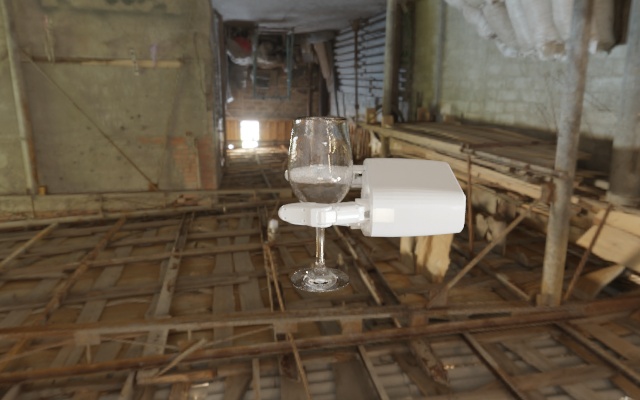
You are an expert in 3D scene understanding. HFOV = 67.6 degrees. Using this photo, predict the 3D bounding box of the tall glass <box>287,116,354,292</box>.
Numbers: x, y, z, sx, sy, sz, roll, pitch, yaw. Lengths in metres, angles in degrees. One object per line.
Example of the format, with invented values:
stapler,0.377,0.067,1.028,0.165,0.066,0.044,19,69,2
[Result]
tall glass,0.000,0.003,0.572,0.079,0.201,0.079,0,13,0
